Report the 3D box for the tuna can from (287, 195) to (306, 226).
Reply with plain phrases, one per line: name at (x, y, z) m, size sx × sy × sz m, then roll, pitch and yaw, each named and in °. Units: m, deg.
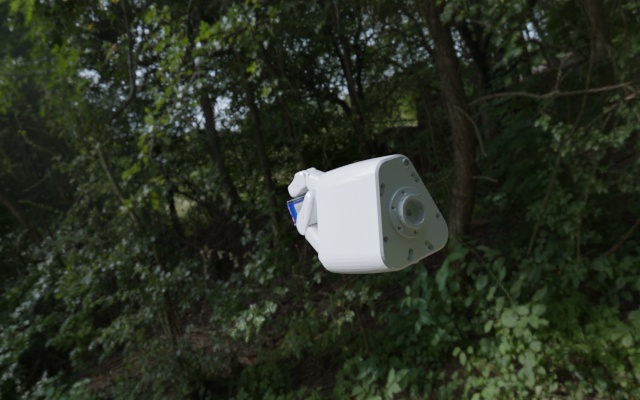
tuna can at (0.000, 0.002, 0.627) m, size 0.086 × 0.034 × 0.086 m, roll -22°, pitch 3°, yaw 1°
